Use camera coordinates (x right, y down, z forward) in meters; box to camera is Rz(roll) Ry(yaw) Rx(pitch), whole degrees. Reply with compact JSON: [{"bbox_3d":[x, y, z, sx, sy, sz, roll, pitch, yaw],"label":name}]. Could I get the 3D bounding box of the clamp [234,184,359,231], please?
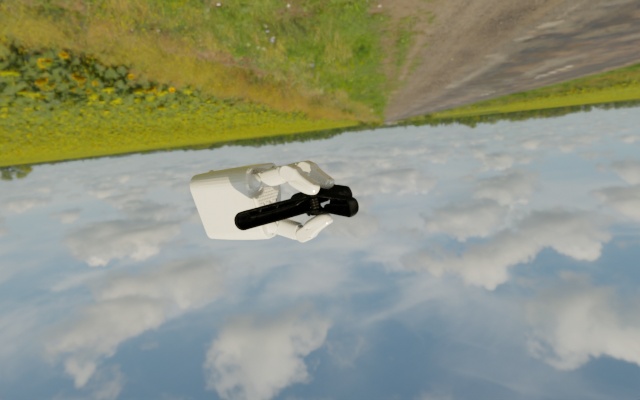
[{"bbox_3d":[0.000,0.003,0.673,0.164,0.036,0.210,-6,8,24],"label":"clamp"}]
